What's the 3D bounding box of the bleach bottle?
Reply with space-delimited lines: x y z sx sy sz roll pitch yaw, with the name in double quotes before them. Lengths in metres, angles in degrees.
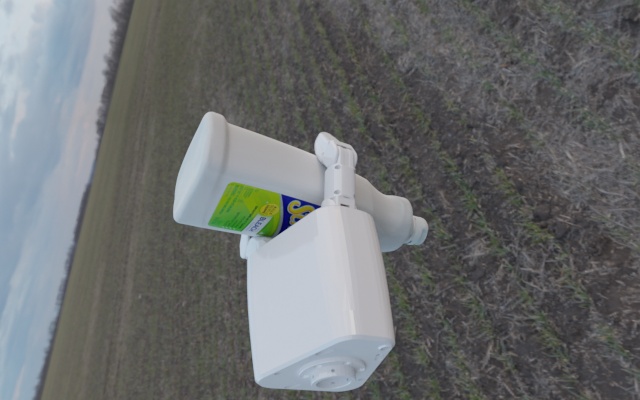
"bleach bottle" 0.000 0.001 0.449 0.251 0.068 0.103 14 -41 -26
